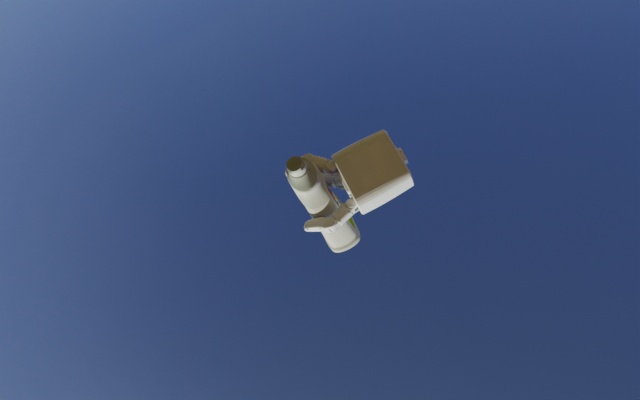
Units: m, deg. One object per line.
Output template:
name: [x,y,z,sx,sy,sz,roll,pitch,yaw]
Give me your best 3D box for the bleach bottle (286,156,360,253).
bleach bottle: [0.000,0.003,0.860,0.068,0.102,0.251,-28,-32,4]
